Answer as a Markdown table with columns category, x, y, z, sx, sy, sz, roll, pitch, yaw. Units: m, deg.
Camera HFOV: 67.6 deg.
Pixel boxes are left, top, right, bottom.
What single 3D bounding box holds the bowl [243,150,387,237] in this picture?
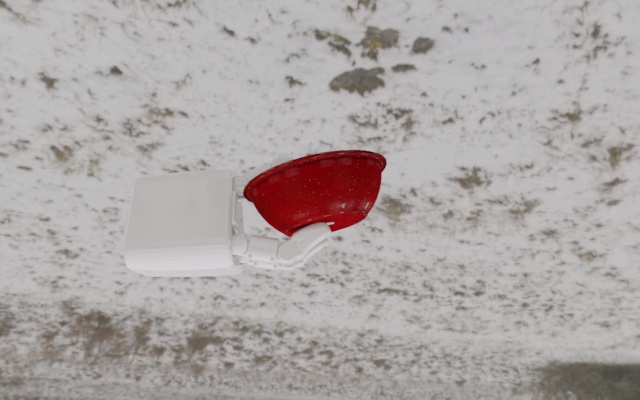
| category | x | y | z | sx | sy | sz | roll | pitch | yaw |
| --- | --- | --- | --- | --- | --- | --- | --- | --- | --- |
| bowl | 0.001 | 0.002 | 0.520 | 0.162 | 0.055 | 0.162 | -13 | -15 | -3 |
